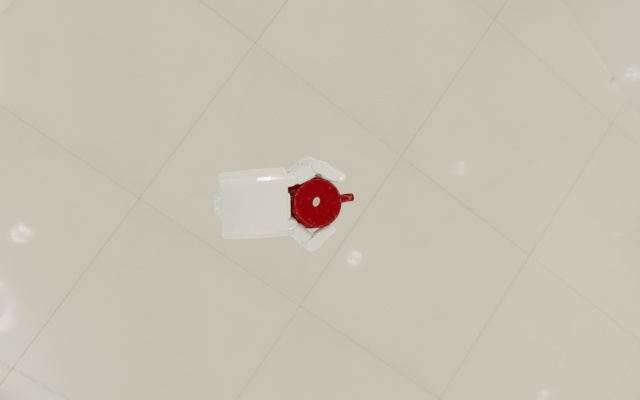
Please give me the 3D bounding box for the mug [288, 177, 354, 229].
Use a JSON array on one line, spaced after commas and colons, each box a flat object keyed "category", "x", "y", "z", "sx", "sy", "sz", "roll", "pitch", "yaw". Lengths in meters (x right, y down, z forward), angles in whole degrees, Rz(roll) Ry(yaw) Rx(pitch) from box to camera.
[{"category": "mug", "x": 0.002, "y": 0.003, "z": 0.805, "sx": 0.117, "sy": 0.093, "sz": 0.081, "roll": -5, "pitch": 2, "yaw": -11}]
